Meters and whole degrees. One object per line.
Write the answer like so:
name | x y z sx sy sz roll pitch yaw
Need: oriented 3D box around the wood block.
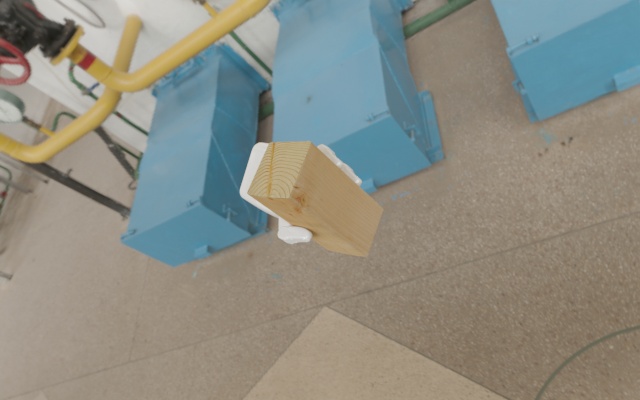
wood block | 0.000 0.003 0.736 0.090 0.090 0.206 5 -23 42
